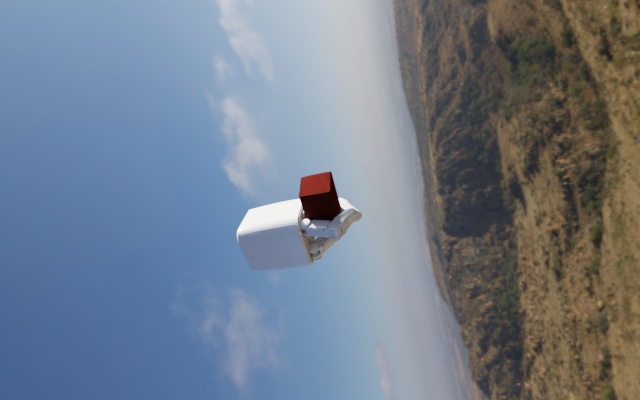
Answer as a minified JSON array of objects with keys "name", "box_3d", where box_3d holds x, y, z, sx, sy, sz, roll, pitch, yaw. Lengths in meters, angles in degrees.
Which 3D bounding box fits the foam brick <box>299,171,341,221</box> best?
[{"name":"foam brick","box_3d":[0.000,0.002,0.764,0.051,0.078,0.053,-8,39,10]}]
